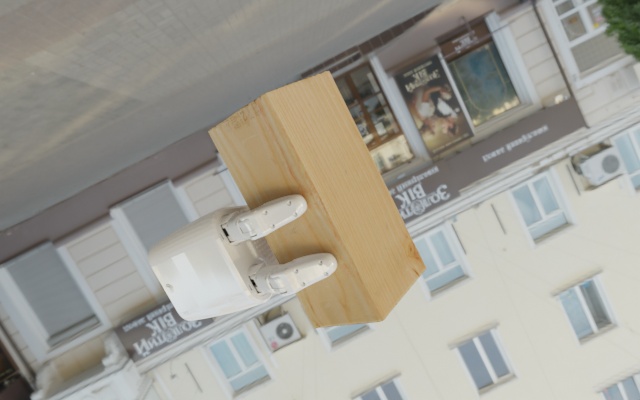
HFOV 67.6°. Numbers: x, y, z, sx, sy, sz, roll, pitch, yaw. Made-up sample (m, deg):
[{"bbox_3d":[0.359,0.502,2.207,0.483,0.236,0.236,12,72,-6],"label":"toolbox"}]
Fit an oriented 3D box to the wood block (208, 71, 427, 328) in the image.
[{"bbox_3d":[0.000,0.002,0.439,0.090,0.206,0.090,-20,10,43],"label":"wood block"}]
